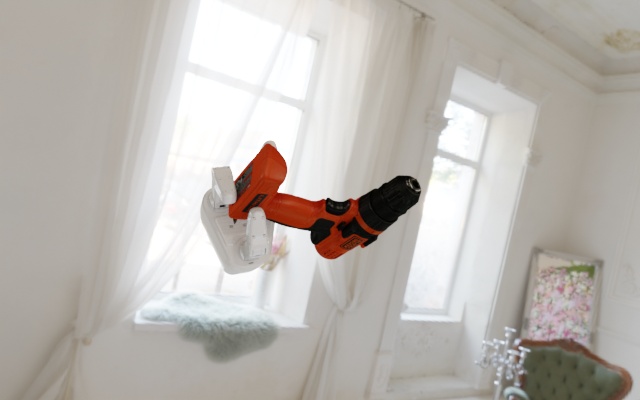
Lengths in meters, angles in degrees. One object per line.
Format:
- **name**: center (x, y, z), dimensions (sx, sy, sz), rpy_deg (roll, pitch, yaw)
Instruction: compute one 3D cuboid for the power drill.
- **power drill**: center (0.000, 0.002, 0.570), dimensions (0.188, 0.057, 0.184), rpy_deg (23, -42, -26)
